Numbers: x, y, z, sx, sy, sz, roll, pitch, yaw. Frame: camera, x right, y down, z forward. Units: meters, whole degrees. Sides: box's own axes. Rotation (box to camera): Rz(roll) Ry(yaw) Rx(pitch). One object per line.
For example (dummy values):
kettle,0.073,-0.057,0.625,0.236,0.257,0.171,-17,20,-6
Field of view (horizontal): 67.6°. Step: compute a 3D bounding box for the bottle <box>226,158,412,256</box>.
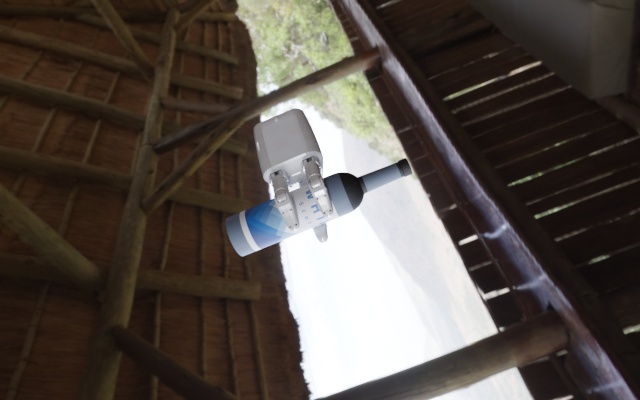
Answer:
bottle,0.000,0.003,0.745,0.296,0.069,0.069,-22,-2,5
